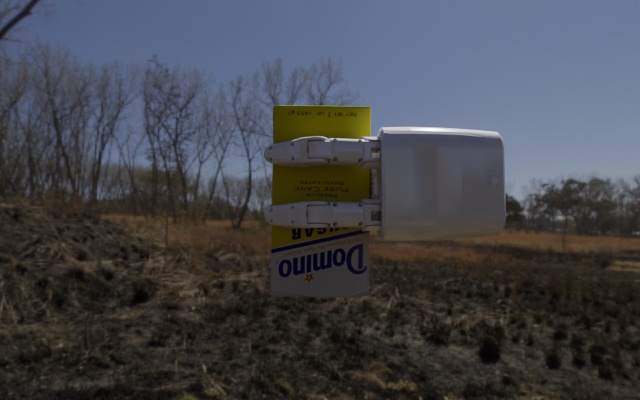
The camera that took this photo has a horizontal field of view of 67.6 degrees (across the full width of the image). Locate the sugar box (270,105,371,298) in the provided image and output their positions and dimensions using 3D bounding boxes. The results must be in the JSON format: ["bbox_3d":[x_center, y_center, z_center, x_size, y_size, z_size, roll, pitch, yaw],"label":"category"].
[{"bbox_3d":[0.000,0.001,0.452,0.093,0.176,0.048,0,-4,-1],"label":"sugar box"}]
